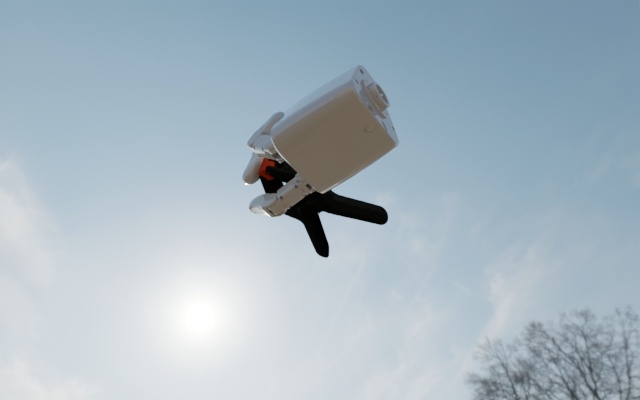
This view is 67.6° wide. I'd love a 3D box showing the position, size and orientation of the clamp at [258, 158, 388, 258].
[{"bbox_3d":[0.000,0.002,0.599,0.120,0.039,0.171,-30,-55,24],"label":"clamp"}]
